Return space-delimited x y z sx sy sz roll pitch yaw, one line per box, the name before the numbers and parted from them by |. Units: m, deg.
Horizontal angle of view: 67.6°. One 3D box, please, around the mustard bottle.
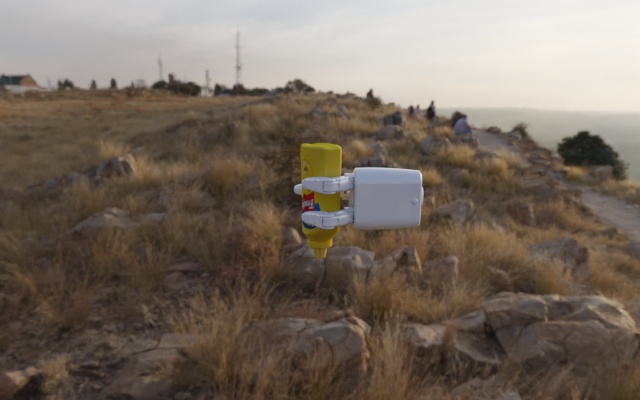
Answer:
mustard bottle | 0.000 0.002 0.796 0.058 0.192 0.096 -5 12 -25
